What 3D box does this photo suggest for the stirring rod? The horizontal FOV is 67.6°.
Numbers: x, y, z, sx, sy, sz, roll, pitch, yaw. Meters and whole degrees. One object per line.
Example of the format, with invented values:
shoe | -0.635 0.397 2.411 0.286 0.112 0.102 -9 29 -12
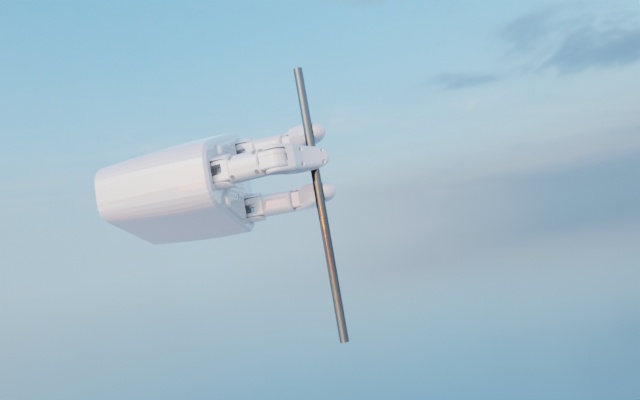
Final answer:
stirring rod | 0.000 0.001 0.413 0.011 0.239 0.011 -10 -5 -1
